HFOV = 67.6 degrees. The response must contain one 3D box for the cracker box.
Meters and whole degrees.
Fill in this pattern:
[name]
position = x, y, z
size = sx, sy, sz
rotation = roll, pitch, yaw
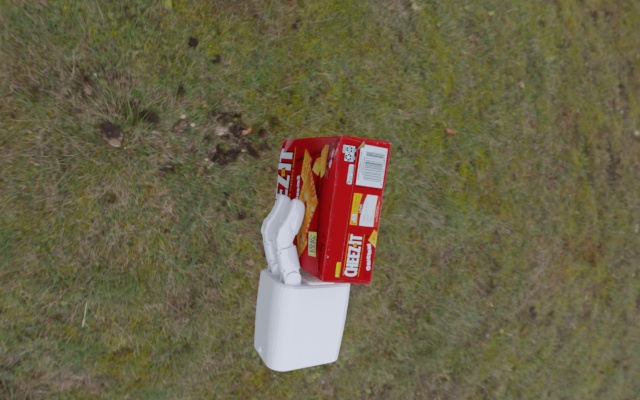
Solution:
[cracker box]
position = 0.000, 0.002, 0.619
size = 0.072, 0.164, 0.213
rotation = 6, 3, -23
